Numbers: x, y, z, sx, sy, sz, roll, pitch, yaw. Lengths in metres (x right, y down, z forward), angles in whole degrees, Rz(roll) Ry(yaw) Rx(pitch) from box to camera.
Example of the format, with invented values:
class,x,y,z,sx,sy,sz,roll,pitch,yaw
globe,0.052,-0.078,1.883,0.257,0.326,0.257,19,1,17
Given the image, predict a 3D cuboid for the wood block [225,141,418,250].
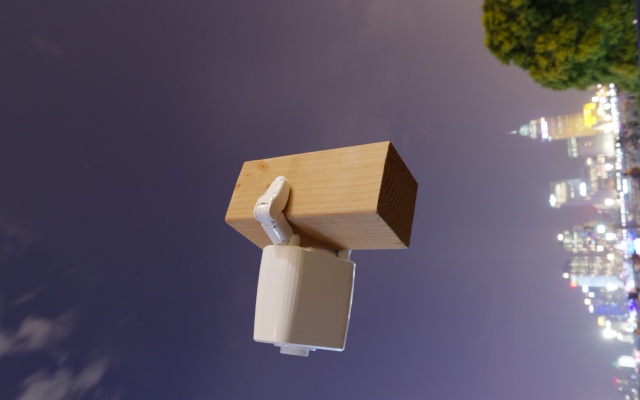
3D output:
class,x,y,z,sx,sy,sz,roll,pitch,yaw
wood block,0.000,0.002,0.574,0.206,0.090,0.091,-4,-32,32
